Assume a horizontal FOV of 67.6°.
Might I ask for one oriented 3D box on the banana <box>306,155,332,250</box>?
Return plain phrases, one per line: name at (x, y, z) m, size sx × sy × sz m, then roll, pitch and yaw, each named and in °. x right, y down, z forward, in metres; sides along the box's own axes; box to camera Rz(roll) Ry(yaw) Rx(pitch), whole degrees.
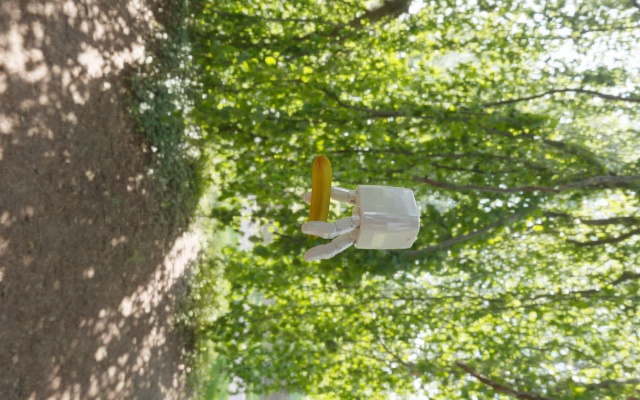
banana at (0.000, -0.005, 0.850) m, size 0.037 × 0.198 × 0.069 m, roll 5°, pitch 34°, yaw -1°
